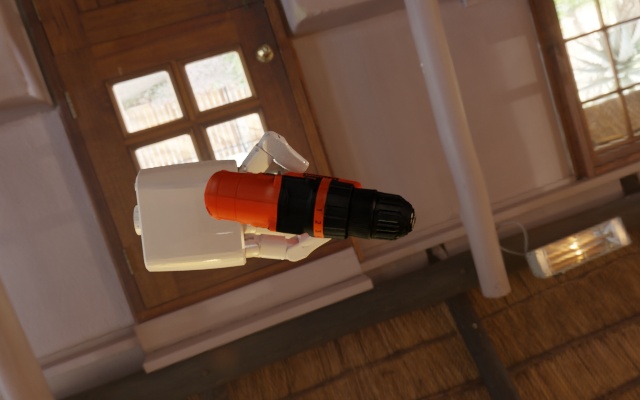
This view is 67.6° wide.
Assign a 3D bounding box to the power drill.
[{"bbox_3d":[0.000,0.002,0.482,0.184,0.057,0.187,9,2,8],"label":"power drill"}]
